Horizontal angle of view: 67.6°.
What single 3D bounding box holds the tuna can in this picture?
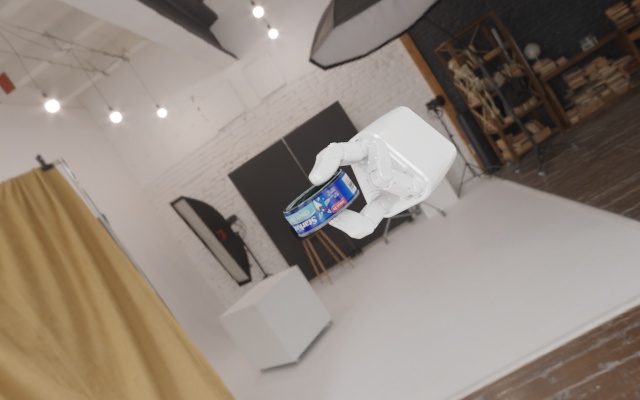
[{"bbox_3d":[0.000,0.001,0.542,0.086,0.034,0.086,-36,8,6],"label":"tuna can"}]
